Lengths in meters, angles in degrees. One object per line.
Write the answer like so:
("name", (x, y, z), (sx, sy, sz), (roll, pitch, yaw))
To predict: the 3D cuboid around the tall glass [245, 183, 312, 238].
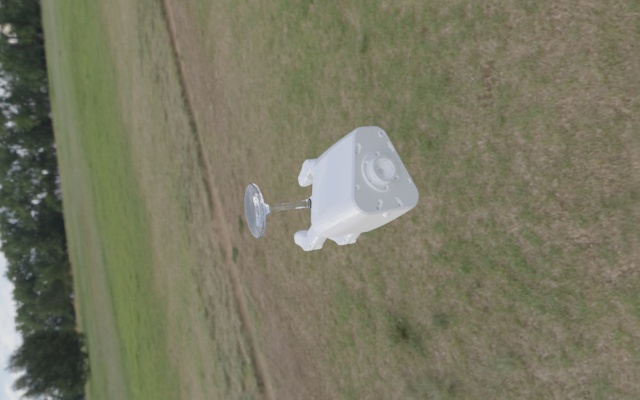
("tall glass", (-0.001, 0.002, 0.677), (0.201, 0.079, 0.079), (-7, 3, -27))
